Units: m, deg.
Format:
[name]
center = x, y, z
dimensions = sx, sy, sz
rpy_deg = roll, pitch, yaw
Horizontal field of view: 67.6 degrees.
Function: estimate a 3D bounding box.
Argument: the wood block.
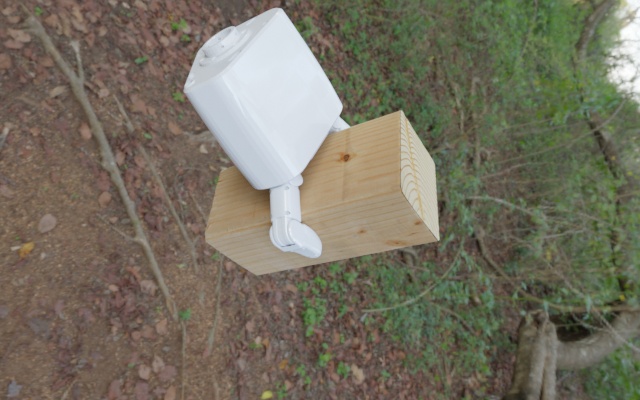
[wood block]
center = 0.000, 0.002, 0.469
dimensions = 0.206, 0.090, 0.090
rpy_deg = -15, -38, 28
